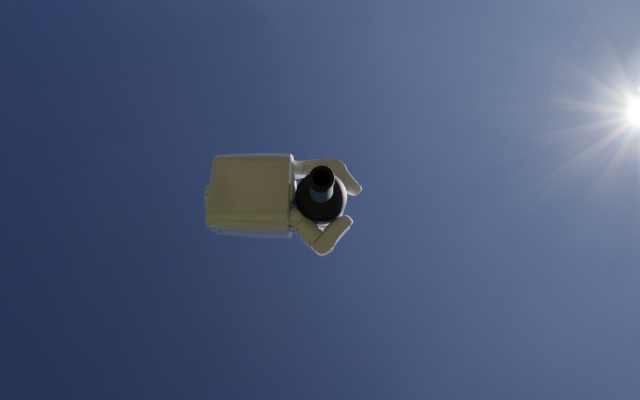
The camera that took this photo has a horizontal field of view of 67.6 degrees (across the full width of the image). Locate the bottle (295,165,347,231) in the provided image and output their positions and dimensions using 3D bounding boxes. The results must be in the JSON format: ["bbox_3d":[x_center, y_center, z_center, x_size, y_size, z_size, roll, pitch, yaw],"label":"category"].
[{"bbox_3d":[0.000,0.002,0.646,0.069,0.069,0.296,0,-10,0],"label":"bottle"}]
